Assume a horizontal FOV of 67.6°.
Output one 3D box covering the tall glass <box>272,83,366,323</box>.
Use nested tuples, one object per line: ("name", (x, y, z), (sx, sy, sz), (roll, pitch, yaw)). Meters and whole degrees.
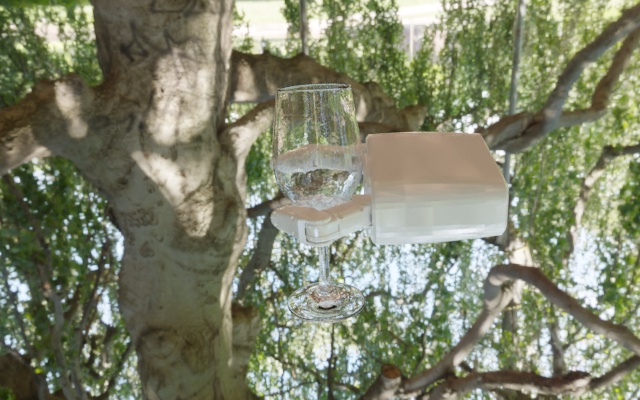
("tall glass", (0.000, 0.002, 0.422), (0.079, 0.201, 0.079), (-4, 18, 1))
